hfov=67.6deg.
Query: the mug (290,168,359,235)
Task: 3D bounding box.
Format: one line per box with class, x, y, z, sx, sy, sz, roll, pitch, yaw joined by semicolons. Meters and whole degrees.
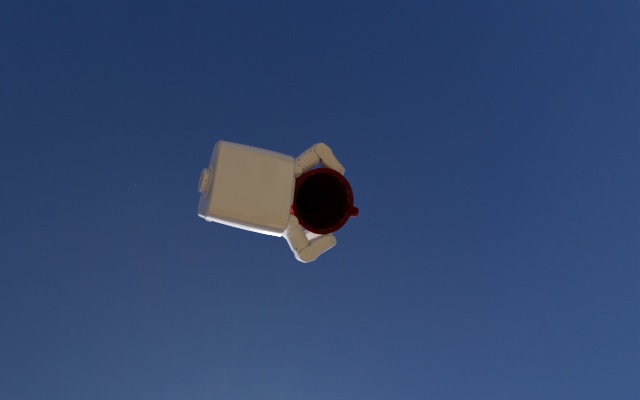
mug;0.001;0.003;0.701;0.117;0.093;0.081;14;-3;-22
